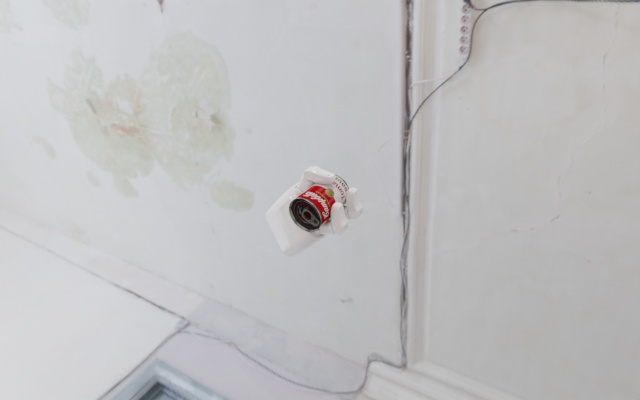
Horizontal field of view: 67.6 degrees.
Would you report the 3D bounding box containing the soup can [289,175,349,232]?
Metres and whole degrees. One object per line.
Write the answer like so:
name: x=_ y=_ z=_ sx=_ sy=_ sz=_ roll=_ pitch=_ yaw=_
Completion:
soup can: x=0.001 y=0.002 z=0.860 sx=0.068 sy=0.068 sz=0.102 roll=0 pitch=28 yaw=38
